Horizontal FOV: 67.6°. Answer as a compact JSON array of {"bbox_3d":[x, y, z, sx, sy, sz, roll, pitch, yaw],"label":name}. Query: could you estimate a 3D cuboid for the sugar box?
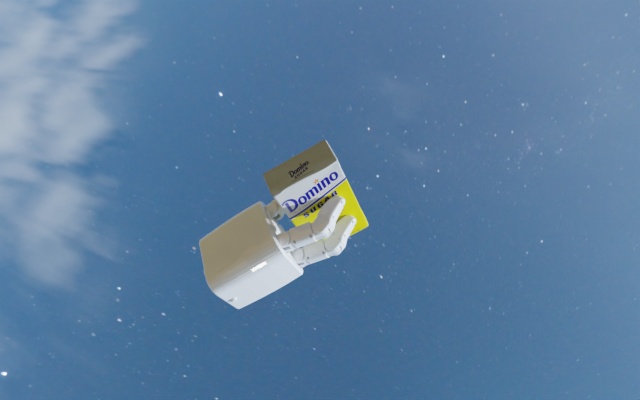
[{"bbox_3d":[0.000,0.003,0.653,0.093,0.048,0.176,-29,-33,2],"label":"sugar box"}]
